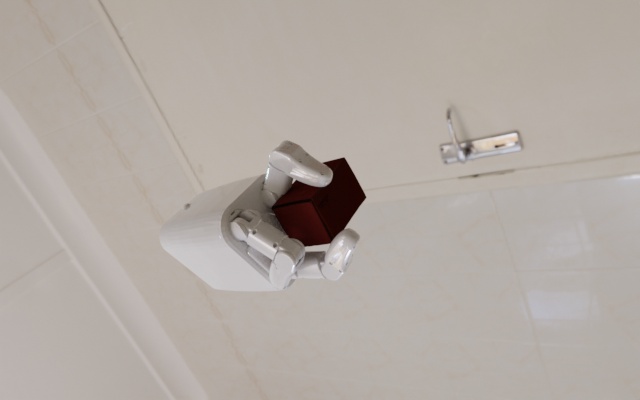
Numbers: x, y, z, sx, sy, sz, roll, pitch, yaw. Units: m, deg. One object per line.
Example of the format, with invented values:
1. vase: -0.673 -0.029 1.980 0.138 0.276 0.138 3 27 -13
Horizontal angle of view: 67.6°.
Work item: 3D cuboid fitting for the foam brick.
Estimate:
1. foam brick: 0.000 0.001 0.473 0.051 0.053 0.078 -12 27 38
